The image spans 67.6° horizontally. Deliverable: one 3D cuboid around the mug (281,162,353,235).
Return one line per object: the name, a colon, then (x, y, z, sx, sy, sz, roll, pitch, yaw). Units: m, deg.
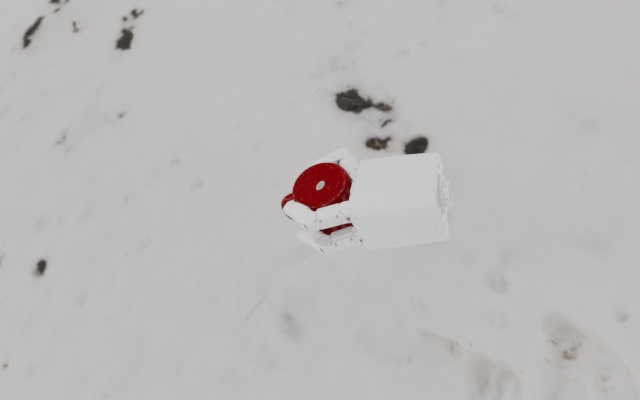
mug: (-0.001, 0.002, 0.675, 0.117, 0.093, 0.081, -8, -38, 20)
